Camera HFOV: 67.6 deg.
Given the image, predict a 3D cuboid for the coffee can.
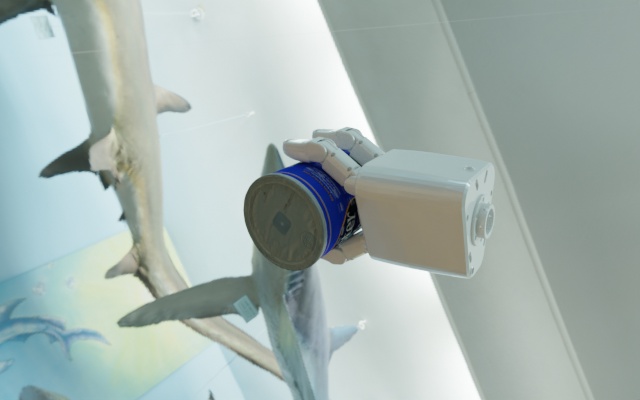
[{"bbox_3d":[0.000,0.002,0.527,0.103,0.103,0.140,0,18,36],"label":"coffee can"}]
